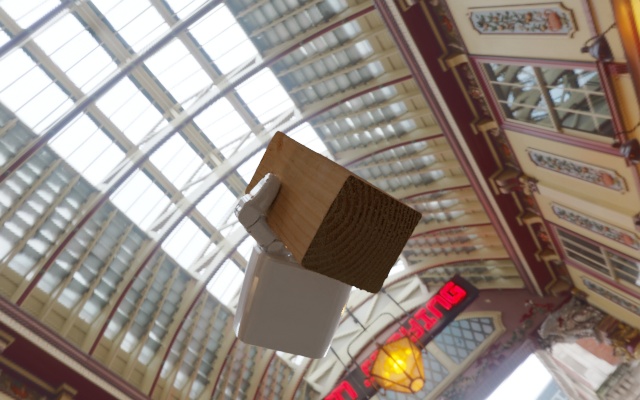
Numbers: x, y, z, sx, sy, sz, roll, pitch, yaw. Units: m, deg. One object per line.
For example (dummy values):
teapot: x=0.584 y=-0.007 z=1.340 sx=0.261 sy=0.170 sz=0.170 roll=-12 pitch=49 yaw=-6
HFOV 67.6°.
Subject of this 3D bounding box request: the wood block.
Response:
wood block: x=0.000 y=0.002 z=0.506 sx=0.091 sy=0.090 sz=0.206 roll=25 pitch=7 yaw=-28
